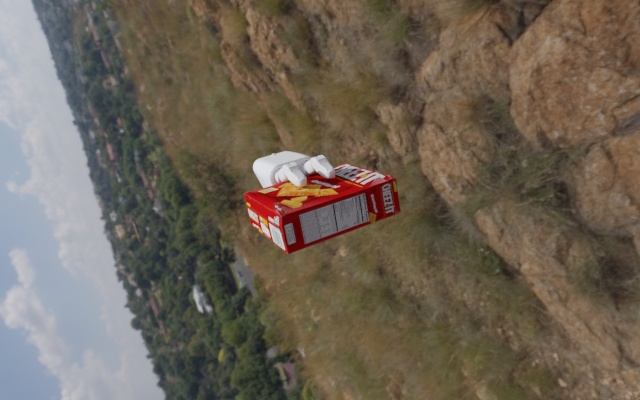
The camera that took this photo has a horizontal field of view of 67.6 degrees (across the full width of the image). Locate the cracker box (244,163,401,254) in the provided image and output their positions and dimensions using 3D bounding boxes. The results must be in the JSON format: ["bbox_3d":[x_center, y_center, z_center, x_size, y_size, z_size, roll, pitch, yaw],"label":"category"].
[{"bbox_3d":[0.000,0.003,0.812,0.213,0.072,0.164,-19,21,-23],"label":"cracker box"}]
